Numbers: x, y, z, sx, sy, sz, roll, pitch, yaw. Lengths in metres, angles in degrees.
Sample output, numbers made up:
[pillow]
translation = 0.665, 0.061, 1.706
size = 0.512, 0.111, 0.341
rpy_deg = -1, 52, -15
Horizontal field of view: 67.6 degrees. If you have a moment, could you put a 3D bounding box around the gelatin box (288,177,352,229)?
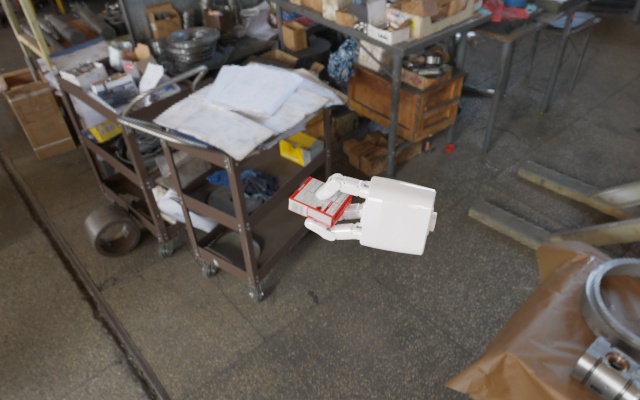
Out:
[gelatin box]
translation = 0.000, 0.002, 0.833
size = 0.089, 0.030, 0.073
rpy_deg = 23, 44, 17
